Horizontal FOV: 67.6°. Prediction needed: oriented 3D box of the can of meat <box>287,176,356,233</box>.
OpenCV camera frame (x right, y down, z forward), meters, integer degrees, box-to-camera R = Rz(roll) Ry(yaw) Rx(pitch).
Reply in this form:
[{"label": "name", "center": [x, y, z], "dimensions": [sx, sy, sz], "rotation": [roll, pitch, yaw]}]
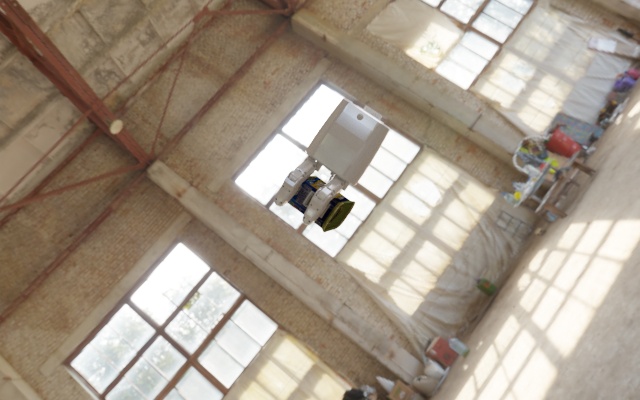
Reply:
[{"label": "can of meat", "center": [0.000, 0.002, 0.788], "dimensions": [0.084, 0.057, 0.102], "rotation": [37, 13, 14]}]
